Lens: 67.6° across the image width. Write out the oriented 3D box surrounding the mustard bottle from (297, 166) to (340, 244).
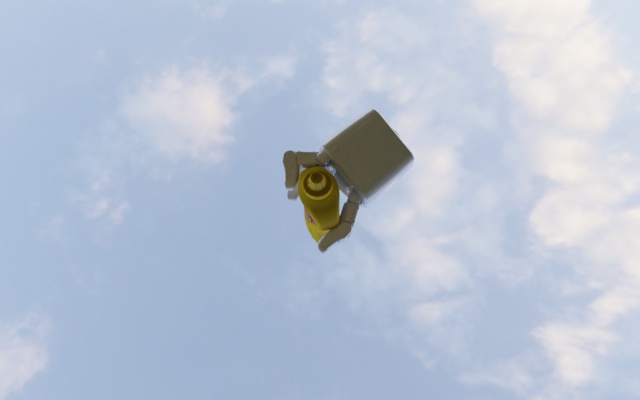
[{"bbox_3d":[0.000,0.003,0.718,0.058,0.096,0.192,-15,-20,-3],"label":"mustard bottle"}]
